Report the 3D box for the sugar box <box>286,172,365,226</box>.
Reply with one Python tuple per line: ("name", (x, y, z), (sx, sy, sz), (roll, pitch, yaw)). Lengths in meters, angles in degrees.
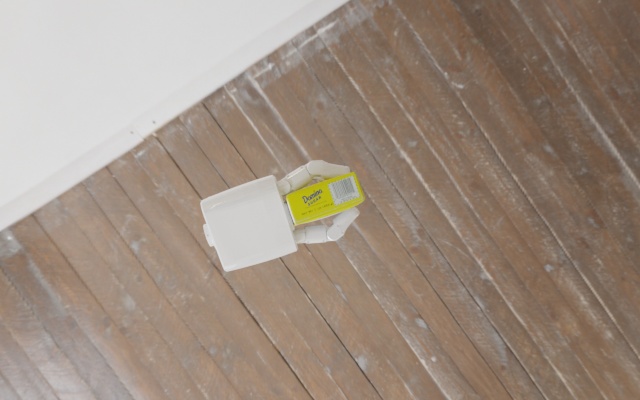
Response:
("sugar box", (0.000, 0.002, 0.671), (0.093, 0.048, 0.176), (-18, 0, -6))
